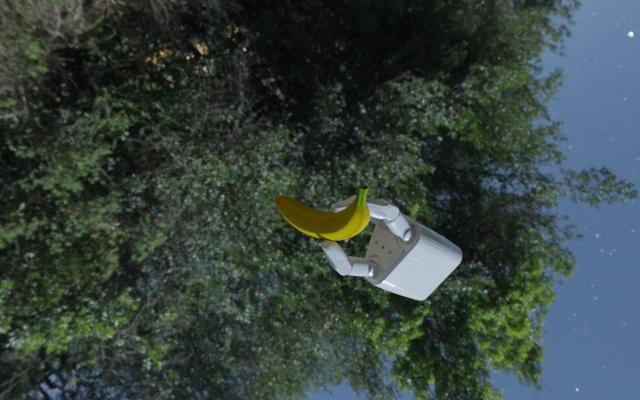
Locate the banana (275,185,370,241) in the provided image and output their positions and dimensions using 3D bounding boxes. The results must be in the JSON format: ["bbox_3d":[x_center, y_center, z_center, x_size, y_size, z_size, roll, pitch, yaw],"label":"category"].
[{"bbox_3d":[0.004,0.020,0.653,0.037,0.069,0.198,-7,1,-40],"label":"banana"}]
